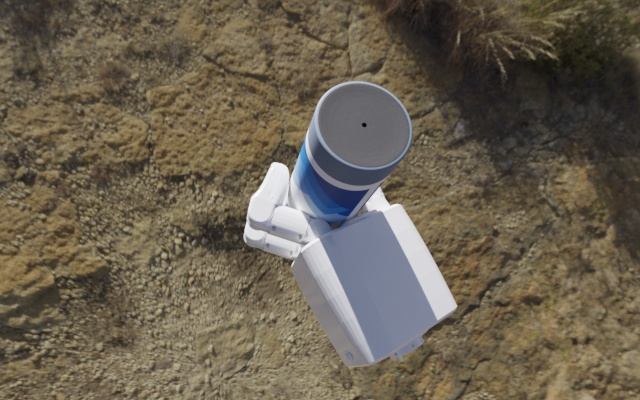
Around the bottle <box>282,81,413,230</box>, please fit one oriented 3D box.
[{"bbox_3d":[0.000,0.001,0.444,0.069,0.069,0.296,0,-20,-12],"label":"bottle"}]
